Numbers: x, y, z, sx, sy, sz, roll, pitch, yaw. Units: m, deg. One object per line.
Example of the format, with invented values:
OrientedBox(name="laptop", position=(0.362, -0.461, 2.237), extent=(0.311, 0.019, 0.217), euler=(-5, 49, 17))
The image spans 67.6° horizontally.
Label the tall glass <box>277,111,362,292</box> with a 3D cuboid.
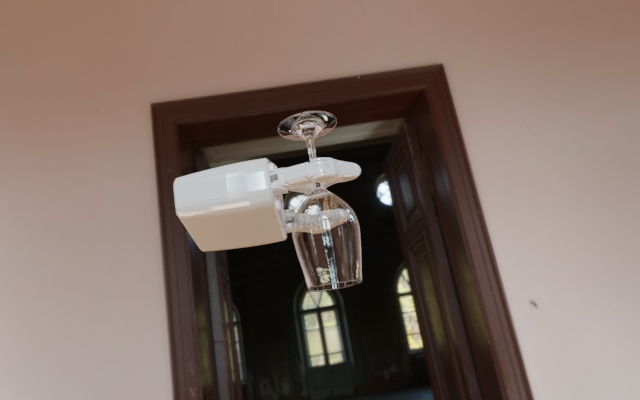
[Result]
OrientedBox(name="tall glass", position=(0.000, 0.001, 0.559), extent=(0.079, 0.201, 0.079), euler=(-9, -17, -3))
